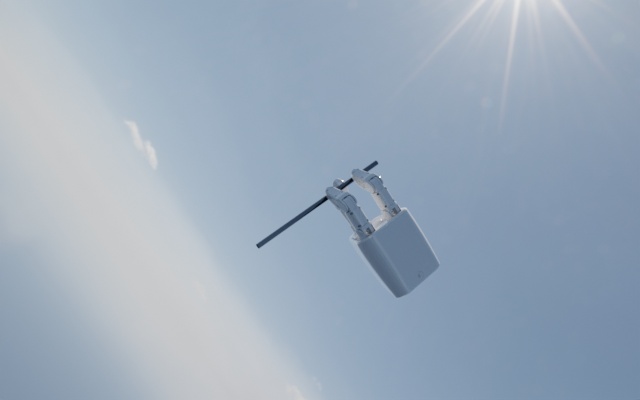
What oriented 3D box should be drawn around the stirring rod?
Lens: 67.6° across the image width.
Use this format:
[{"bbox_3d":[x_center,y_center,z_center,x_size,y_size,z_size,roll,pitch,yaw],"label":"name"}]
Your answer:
[{"bbox_3d":[0.000,0.003,0.737,0.239,0.011,0.011,-35,14,-21],"label":"stirring rod"}]
